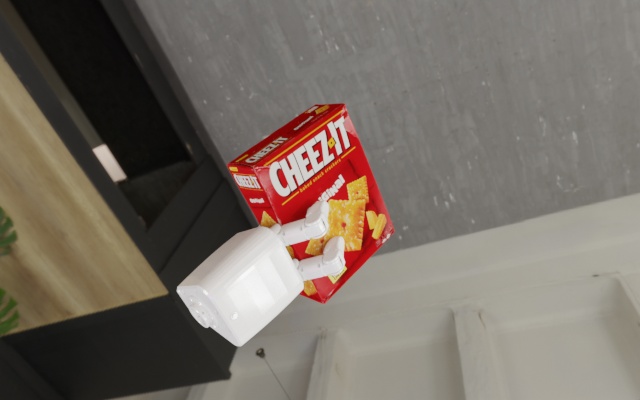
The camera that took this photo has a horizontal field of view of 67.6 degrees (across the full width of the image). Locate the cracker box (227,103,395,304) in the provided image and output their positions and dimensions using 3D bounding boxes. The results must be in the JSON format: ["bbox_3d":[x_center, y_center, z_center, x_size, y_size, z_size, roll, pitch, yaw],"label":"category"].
[{"bbox_3d":[0.000,0.002,0.639,0.164,0.214,0.072,-40,29,-29],"label":"cracker box"}]
